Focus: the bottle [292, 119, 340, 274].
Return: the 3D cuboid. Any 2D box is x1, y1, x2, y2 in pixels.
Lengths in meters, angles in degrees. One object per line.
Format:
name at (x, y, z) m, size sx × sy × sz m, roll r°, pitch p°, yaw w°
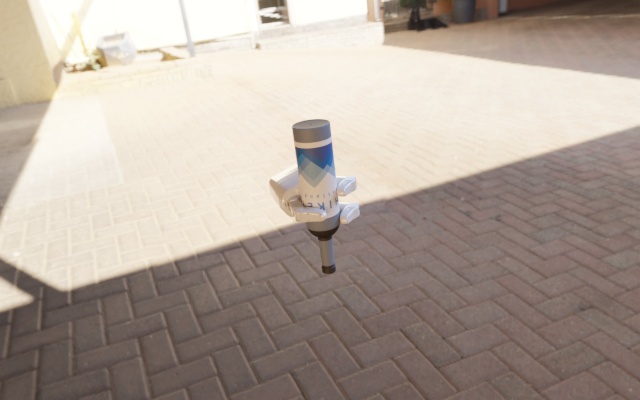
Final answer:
bottle at (0.000, 0.003, 0.875) m, size 0.069 × 0.296 × 0.069 m, roll -6°, pitch 23°, yaw 3°
